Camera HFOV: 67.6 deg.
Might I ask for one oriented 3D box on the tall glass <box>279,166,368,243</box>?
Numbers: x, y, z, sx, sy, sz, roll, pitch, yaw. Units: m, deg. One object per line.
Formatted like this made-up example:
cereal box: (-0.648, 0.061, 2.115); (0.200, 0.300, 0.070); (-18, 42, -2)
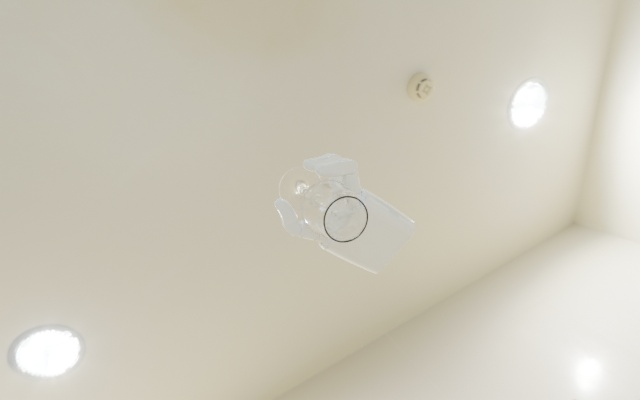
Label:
tall glass: (0.000, 0.002, 0.696); (0.079, 0.079, 0.201); (0, 13, -19)
